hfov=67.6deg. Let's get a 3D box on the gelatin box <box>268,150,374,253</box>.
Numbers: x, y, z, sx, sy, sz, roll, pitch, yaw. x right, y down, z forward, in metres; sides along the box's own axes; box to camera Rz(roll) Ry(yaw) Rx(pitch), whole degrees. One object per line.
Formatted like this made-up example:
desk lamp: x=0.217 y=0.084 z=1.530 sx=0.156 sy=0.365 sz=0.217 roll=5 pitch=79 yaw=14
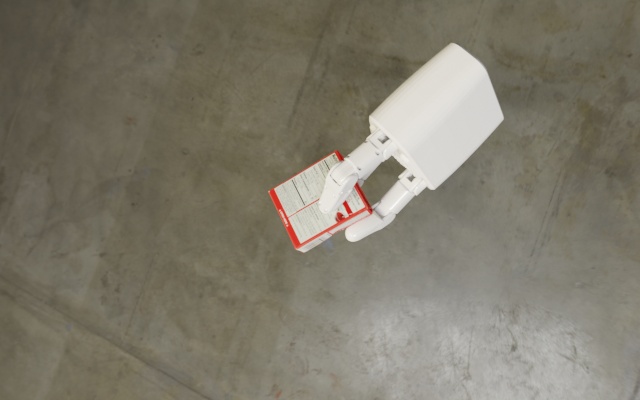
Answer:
gelatin box: x=0.000 y=0.002 z=0.504 sx=0.089 sy=0.073 sz=0.030 roll=-30 pitch=-20 yaw=7
